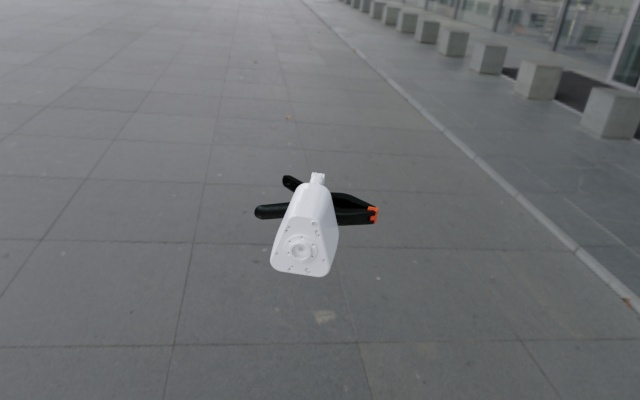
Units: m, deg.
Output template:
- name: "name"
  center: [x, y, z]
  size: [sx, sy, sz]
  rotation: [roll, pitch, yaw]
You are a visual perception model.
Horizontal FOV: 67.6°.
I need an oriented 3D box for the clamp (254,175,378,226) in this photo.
- name: "clamp"
  center: [0.001, 0.002, 0.873]
  size: [0.210, 0.036, 0.164]
  rotation: [8, 27, 4]
